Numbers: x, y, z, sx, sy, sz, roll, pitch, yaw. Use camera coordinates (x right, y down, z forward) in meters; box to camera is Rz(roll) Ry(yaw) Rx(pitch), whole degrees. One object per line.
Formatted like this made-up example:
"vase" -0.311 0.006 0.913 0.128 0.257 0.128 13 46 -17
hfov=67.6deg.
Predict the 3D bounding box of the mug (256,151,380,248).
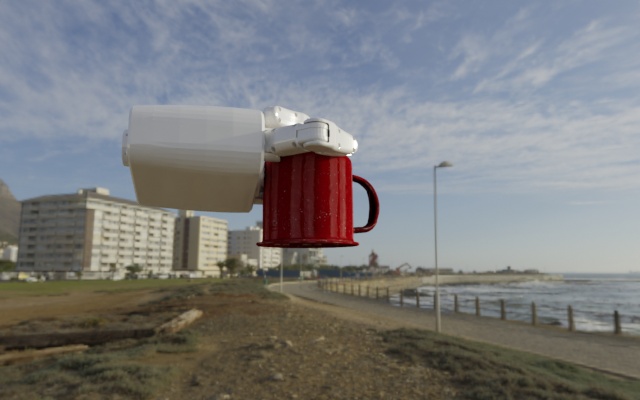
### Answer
"mug" 0.001 0.001 0.440 0.117 0.081 0.093 2 -8 -16
